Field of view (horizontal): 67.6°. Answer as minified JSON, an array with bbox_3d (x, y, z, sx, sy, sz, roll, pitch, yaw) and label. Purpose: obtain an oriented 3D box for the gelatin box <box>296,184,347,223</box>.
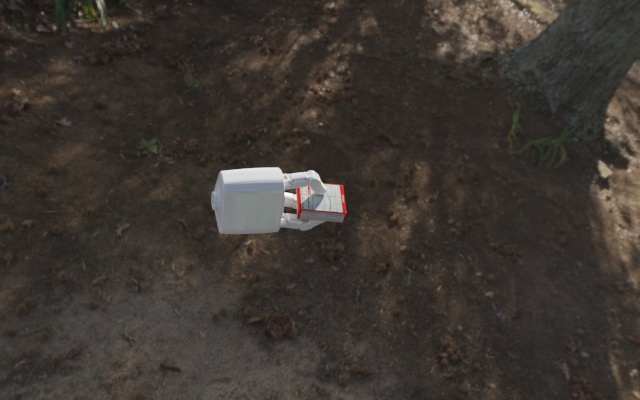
[{"bbox_3d":[0.001,0.003,0.886,0.089,0.073,0.030,4,-44,-10],"label":"gelatin box"}]
